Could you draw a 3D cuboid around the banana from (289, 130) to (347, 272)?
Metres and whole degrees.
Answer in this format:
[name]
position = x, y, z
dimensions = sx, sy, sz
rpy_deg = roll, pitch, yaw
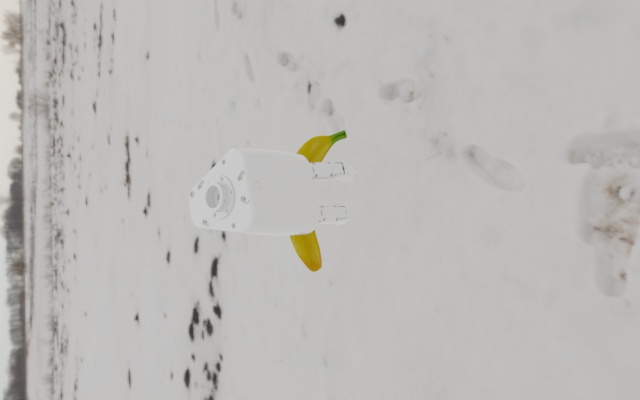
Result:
[banana]
position = -0.017, -0.004, 0.652
dimensions = 0.069, 0.198, 0.037
rpy_deg = 11, 0, 19
